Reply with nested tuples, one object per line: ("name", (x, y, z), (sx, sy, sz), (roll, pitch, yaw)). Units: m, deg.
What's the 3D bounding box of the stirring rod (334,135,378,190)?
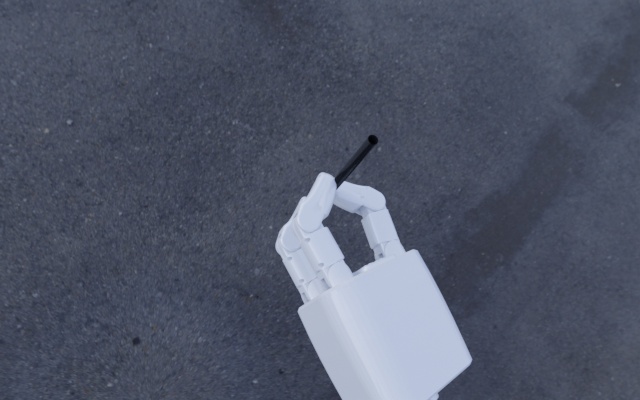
("stirring rod", (0.000, 0.002, 0.446), (0.011, 0.011, 0.240), (0, -22, -20))
